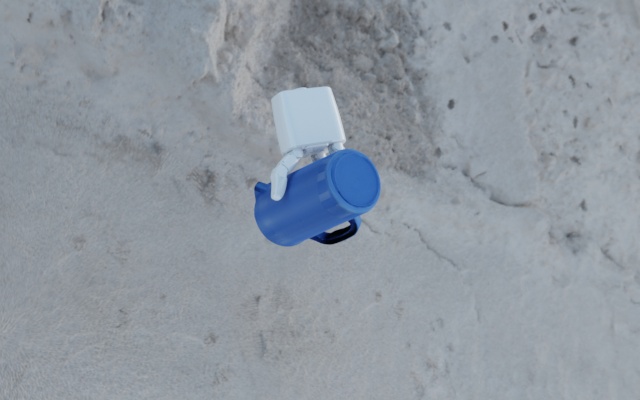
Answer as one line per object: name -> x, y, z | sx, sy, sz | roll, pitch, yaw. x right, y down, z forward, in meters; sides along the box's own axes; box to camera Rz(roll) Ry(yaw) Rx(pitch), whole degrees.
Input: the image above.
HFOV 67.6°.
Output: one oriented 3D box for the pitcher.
pitcher -> 0.000, 0.003, 0.845 | 0.149, 0.145, 0.243 | -6, -10, -35
